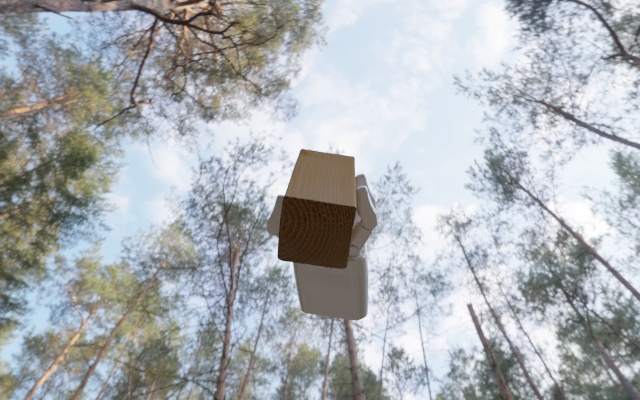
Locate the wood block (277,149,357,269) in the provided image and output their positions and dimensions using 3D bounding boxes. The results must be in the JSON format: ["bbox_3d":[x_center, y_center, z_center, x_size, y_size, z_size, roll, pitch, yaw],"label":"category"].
[{"bbox_3d":[0.000,0.002,0.676,0.091,0.090,0.206,8,22,0],"label":"wood block"}]
